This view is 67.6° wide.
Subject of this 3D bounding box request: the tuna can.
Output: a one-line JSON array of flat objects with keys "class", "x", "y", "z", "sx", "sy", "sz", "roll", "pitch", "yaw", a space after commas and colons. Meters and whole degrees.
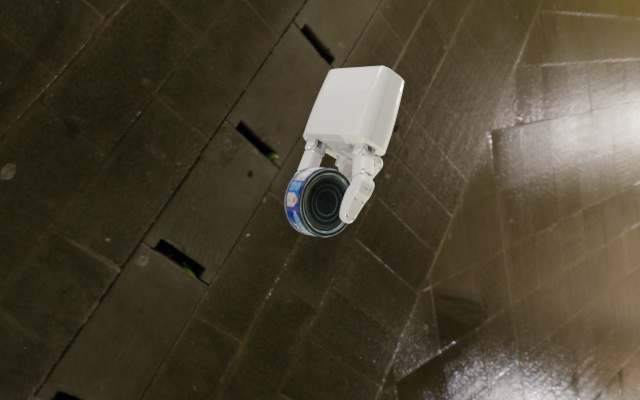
[{"class": "tuna can", "x": 0.000, "y": 0.002, "z": 0.585, "sx": 0.086, "sy": 0.086, "sz": 0.034, "roll": 0, "pitch": 4, "yaw": -36}]
